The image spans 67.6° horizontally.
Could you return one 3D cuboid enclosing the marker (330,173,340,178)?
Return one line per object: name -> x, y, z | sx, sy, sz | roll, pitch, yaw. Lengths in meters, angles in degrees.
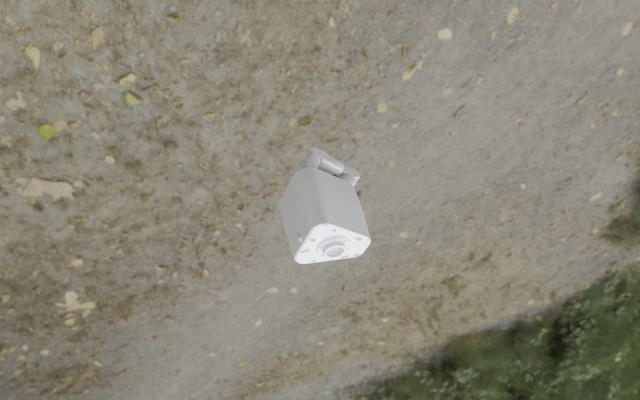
marker -> 0.000, 0.002, 0.773 | 0.020, 0.020, 0.121 | 0, -41, -30
